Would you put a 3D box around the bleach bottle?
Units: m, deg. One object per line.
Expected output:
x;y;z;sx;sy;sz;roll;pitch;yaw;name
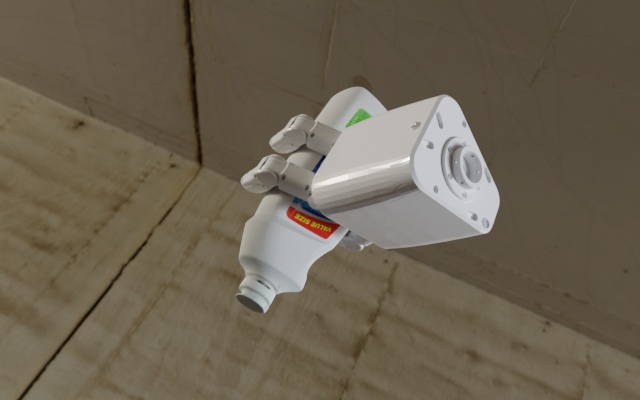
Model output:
0.000;0.001;0.473;0.068;0.250;0.102;-14;-52;49;bleach bottle
